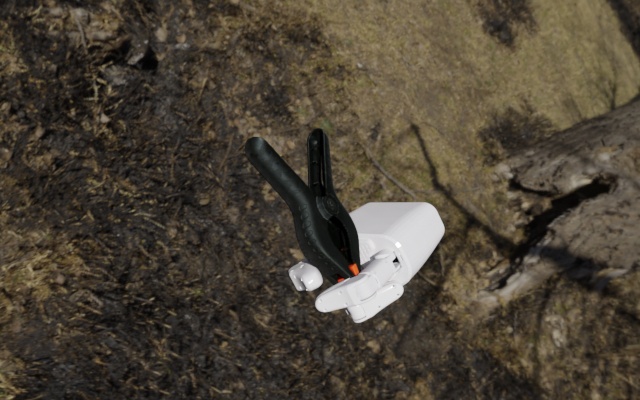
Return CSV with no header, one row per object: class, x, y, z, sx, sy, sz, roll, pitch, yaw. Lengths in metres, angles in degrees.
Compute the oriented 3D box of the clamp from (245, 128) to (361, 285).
clamp,0.001,0.002,0.483,0.039,0.171,0.120,-21,8,41
